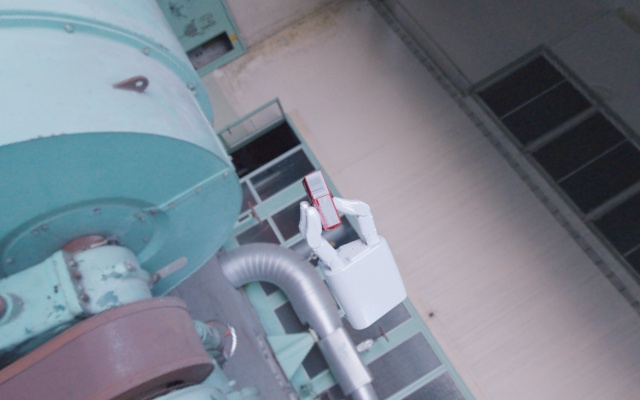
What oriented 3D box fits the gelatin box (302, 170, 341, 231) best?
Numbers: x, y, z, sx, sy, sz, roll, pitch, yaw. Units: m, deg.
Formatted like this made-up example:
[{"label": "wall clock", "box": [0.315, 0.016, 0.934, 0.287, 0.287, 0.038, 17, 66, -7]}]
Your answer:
[{"label": "gelatin box", "box": [0.000, 0.002, 0.741, 0.030, 0.089, 0.073, -21, -1, -6]}]
